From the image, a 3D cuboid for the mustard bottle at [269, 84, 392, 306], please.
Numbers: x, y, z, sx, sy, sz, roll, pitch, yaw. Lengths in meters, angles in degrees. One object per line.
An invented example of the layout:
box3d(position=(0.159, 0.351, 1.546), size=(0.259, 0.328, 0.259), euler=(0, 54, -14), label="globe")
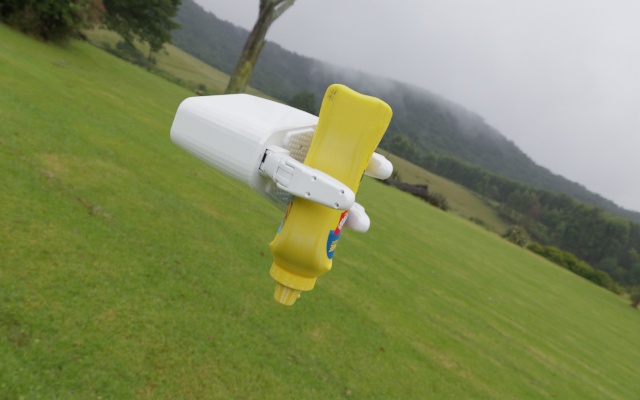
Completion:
box3d(position=(0.000, 0.001, 0.411), size=(0.058, 0.191, 0.096), euler=(22, 8, 2), label="mustard bottle")
